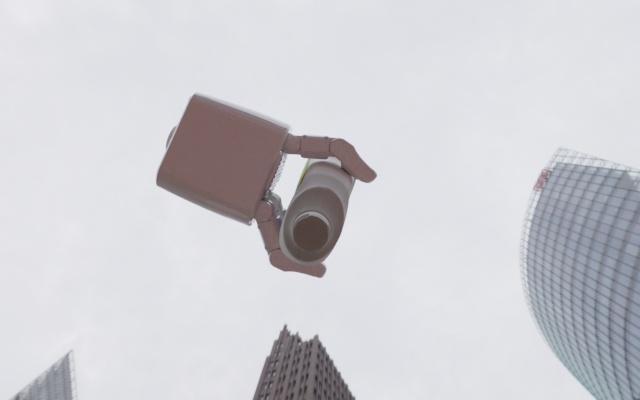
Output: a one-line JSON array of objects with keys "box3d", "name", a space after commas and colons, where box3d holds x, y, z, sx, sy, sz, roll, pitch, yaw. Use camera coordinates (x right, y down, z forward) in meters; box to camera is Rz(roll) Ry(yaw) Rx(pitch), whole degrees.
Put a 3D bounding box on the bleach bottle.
[{"box3d": [0.000, 0.002, 0.493, 0.068, 0.102, 0.251, 21, 8, -1], "name": "bleach bottle"}]
